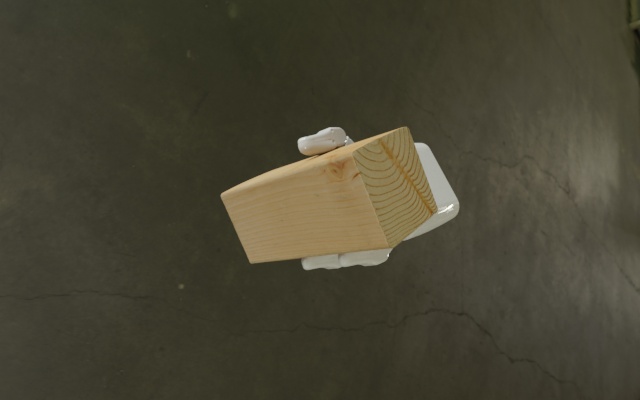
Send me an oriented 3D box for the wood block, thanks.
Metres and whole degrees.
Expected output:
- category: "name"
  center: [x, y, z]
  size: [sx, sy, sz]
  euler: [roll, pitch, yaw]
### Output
- category: "wood block"
  center: [0.000, 0.001, 0.497]
  size: [0.206, 0.091, 0.090]
  euler: [-14, 12, 46]
